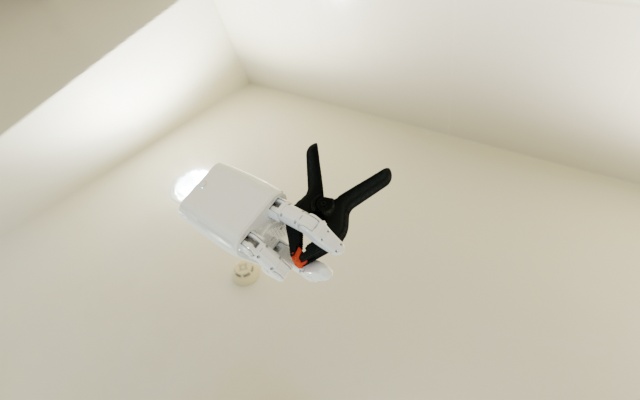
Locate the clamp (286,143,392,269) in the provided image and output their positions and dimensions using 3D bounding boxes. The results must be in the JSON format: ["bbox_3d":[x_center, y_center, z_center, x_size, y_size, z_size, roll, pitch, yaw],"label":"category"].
[{"bbox_3d":[0.000,0.002,0.614,0.120,0.171,0.039,28,-22,26],"label":"clamp"}]
